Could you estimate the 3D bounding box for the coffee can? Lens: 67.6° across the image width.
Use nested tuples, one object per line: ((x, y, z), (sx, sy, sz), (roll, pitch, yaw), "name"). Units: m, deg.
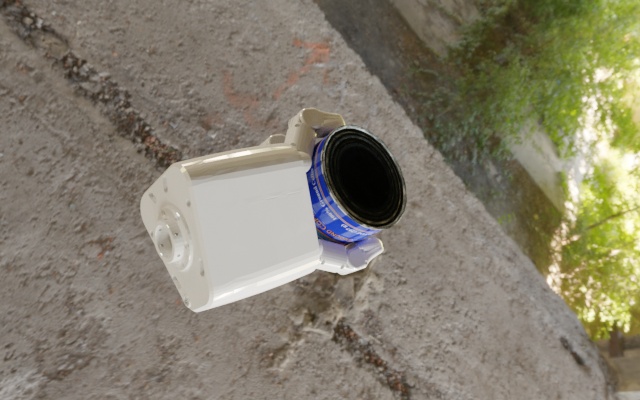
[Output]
((0.000, 0.002, 0.479), (0.103, 0.102, 0.140), (0, -20, -40), "coffee can")
